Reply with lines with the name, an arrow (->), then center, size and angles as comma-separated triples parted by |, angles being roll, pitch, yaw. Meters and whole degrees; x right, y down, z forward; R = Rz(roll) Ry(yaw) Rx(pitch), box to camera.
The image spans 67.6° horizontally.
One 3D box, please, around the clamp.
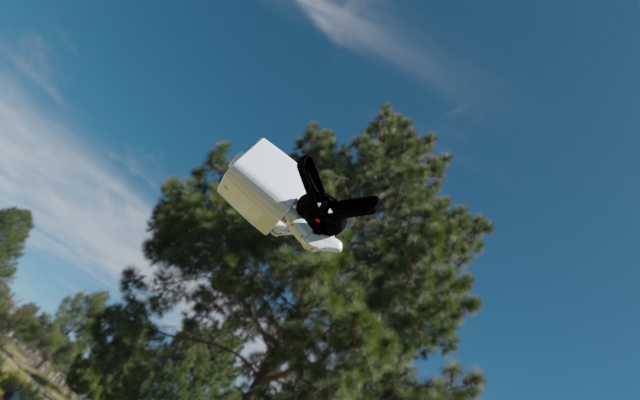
clamp -> 0.000, 0.002, 0.671 | 0.120, 0.039, 0.171 | 41, -32, -3
